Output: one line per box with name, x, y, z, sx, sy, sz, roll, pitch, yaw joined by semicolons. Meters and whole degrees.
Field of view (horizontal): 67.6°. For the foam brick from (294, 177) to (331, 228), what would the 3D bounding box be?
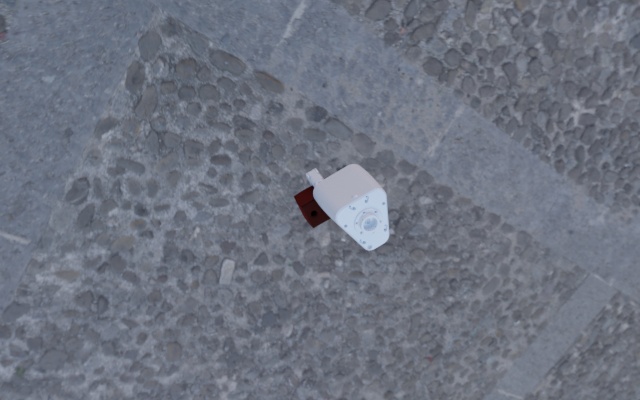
foam brick;0.000;0.003;0.872;0.078;0.053;0.051;-31;32;-4
